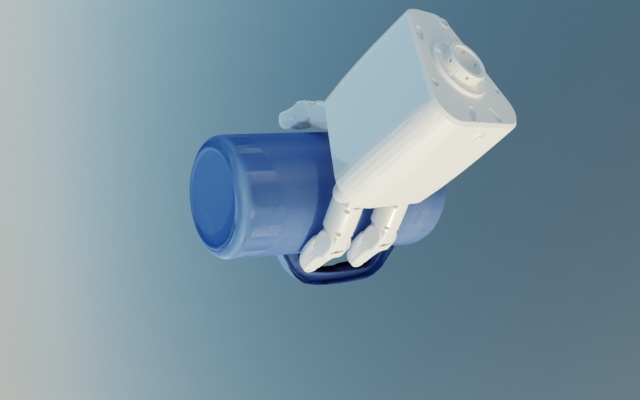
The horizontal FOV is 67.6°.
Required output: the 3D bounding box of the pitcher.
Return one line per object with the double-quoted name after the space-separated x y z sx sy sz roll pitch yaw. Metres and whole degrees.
0.000 0.001 0.482 0.243 0.149 0.145 -4 -24 -38 "pitcher"
